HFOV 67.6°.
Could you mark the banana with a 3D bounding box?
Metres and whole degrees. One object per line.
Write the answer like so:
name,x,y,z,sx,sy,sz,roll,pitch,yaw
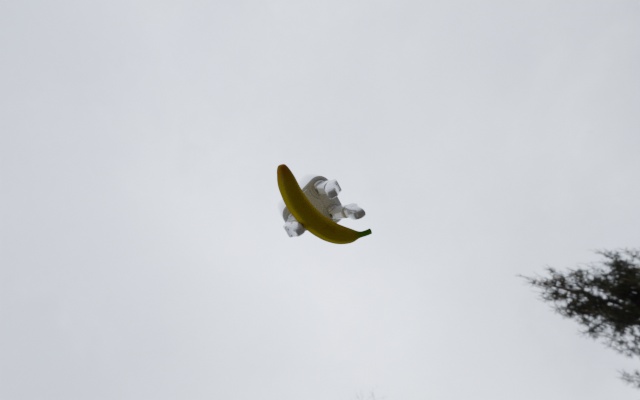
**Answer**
banana,-0.009,0.019,0.812,0.198,0.069,0.037,36,6,-13
